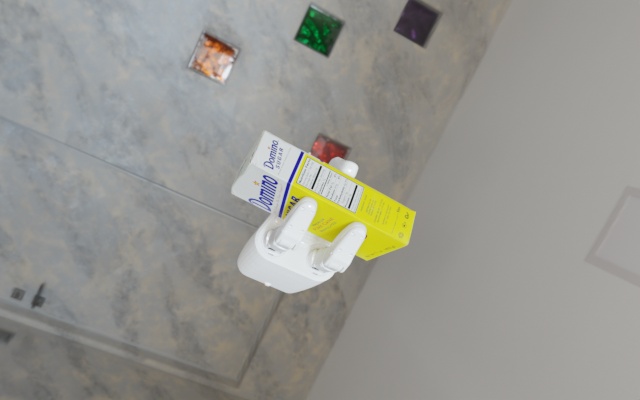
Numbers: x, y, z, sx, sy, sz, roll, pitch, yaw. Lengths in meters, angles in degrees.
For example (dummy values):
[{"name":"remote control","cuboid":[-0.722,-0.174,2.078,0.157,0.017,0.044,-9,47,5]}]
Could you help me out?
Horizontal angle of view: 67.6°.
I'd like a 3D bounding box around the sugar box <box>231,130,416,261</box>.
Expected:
[{"name":"sugar box","cuboid":[0.000,0.002,0.496,0.176,0.048,0.093,25,-25,-13]}]
